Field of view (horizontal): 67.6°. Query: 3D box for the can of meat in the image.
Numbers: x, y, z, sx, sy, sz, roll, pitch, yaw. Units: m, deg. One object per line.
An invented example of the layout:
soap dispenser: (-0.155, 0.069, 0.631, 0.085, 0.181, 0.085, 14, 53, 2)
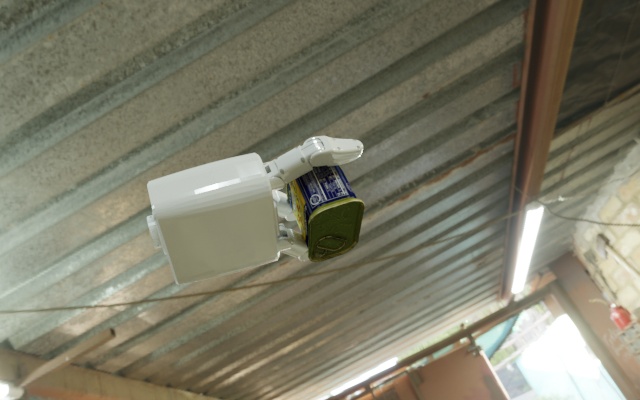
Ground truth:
can of meat: (0.000, 0.001, 0.499, 0.057, 0.084, 0.102, -17, -33, -13)
